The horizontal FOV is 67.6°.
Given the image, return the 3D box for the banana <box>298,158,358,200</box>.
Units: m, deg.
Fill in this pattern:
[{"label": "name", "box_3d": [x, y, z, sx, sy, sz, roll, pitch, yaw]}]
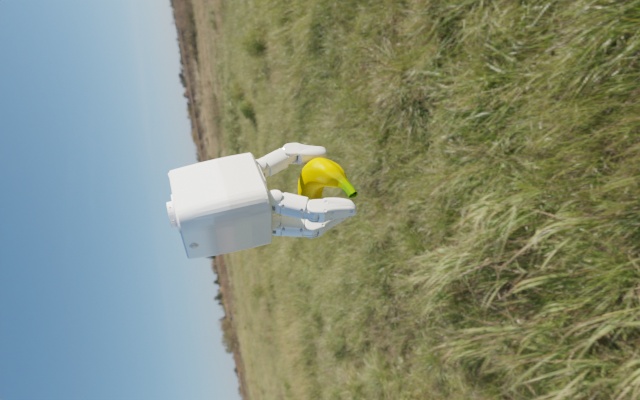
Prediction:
[{"label": "banana", "box_3d": [-0.005, -0.016, 0.644, 0.037, 0.069, 0.198, -16, -6, -16]}]
